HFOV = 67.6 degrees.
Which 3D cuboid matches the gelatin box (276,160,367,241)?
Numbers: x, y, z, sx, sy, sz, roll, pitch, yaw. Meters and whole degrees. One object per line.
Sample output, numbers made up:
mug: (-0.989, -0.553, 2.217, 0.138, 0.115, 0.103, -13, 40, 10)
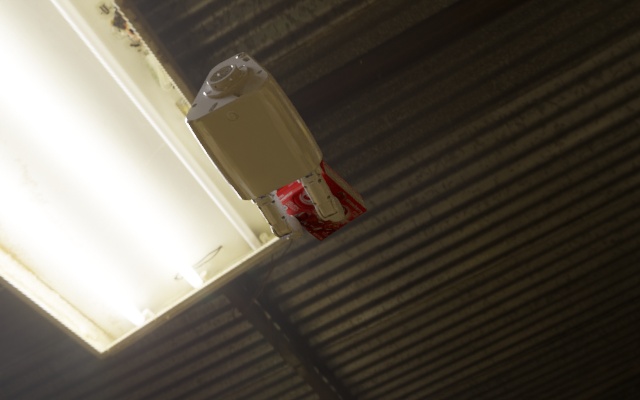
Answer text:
gelatin box: (0.000, 0.002, 0.570, 0.073, 0.030, 0.089, -35, -49, 18)
